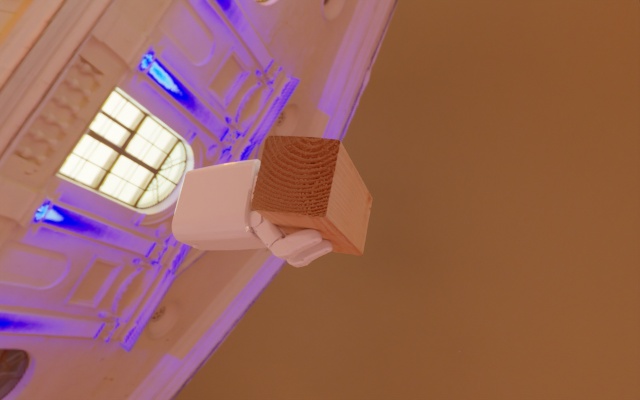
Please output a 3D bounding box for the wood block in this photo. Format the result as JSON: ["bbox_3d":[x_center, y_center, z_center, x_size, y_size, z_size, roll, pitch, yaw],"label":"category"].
[{"bbox_3d":[0.000,0.002,0.610,0.090,0.090,0.206,6,-15,18],"label":"wood block"}]
